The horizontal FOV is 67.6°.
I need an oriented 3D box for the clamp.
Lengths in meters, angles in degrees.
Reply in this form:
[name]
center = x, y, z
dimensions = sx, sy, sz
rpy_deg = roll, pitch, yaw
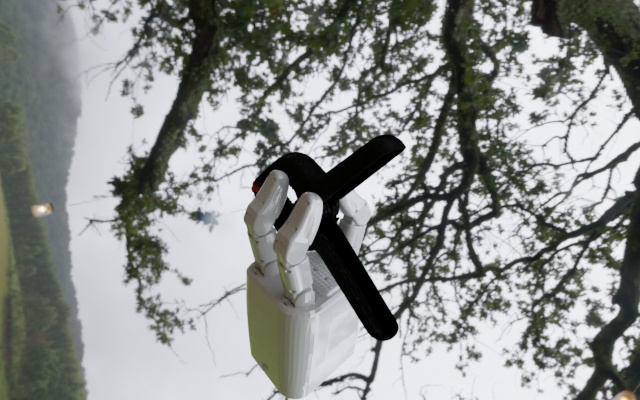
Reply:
[clamp]
center = 0.000, 0.001, 0.420
dimensions = 0.036, 0.165, 0.210
rpy_deg = -13, 30, -33
